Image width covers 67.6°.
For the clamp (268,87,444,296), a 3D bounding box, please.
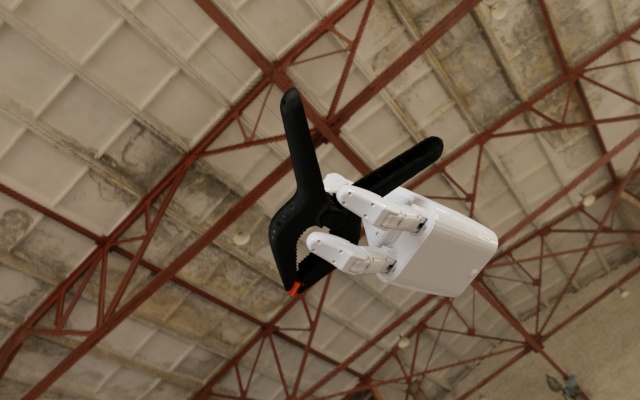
[{"bbox_3d":[0.000,0.002,0.455,0.164,0.210,0.036,21,24,-27],"label":"clamp"}]
